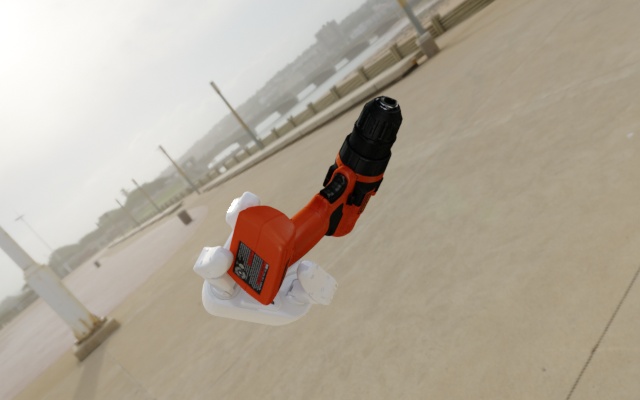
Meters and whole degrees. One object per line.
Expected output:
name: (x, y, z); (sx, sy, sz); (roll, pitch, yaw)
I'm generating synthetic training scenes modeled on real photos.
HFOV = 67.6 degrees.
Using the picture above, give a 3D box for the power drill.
power drill: (0.000, 0.002, 0.457); (0.057, 0.185, 0.187); (37, 46, 18)
